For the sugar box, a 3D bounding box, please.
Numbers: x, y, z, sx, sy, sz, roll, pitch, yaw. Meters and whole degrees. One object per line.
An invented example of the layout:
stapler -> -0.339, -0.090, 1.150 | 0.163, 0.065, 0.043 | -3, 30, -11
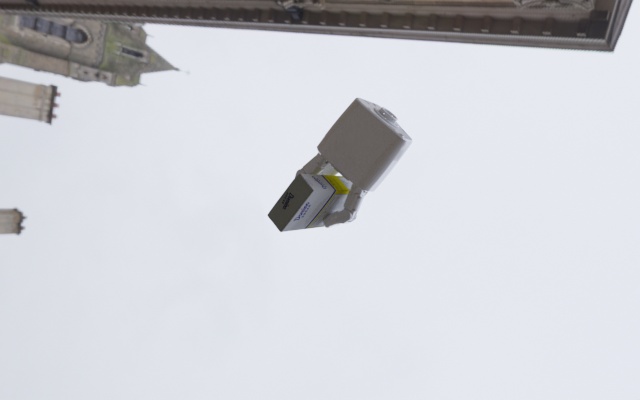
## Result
sugar box -> 0.000, 0.002, 0.796 | 0.048, 0.093, 0.176 | 50, 25, 25
